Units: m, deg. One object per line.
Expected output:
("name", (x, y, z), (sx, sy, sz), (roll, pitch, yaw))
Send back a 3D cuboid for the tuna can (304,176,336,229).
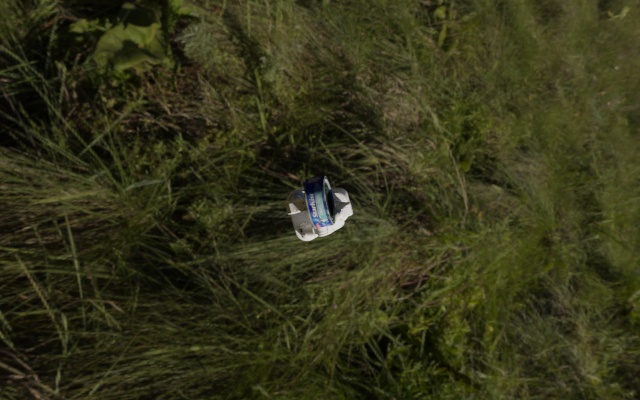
("tuna can", (0.001, 0.003, 0.802), (0.034, 0.086, 0.086), (-11, -2, 11))
